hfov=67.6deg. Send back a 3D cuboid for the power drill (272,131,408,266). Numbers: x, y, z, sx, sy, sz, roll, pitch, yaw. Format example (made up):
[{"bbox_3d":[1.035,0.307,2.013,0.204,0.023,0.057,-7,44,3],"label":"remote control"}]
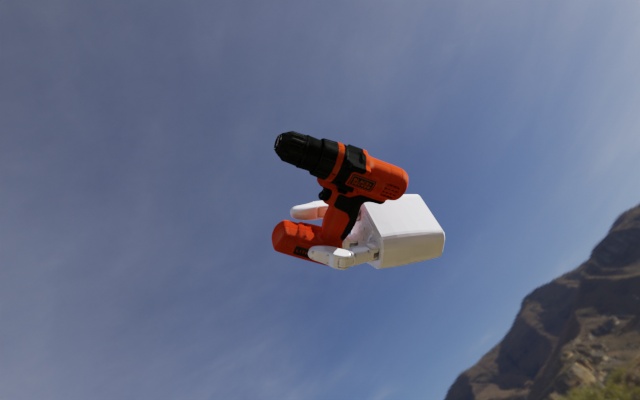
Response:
[{"bbox_3d":[0.000,0.002,0.652,0.184,0.188,0.057,19,39,-16],"label":"power drill"}]
